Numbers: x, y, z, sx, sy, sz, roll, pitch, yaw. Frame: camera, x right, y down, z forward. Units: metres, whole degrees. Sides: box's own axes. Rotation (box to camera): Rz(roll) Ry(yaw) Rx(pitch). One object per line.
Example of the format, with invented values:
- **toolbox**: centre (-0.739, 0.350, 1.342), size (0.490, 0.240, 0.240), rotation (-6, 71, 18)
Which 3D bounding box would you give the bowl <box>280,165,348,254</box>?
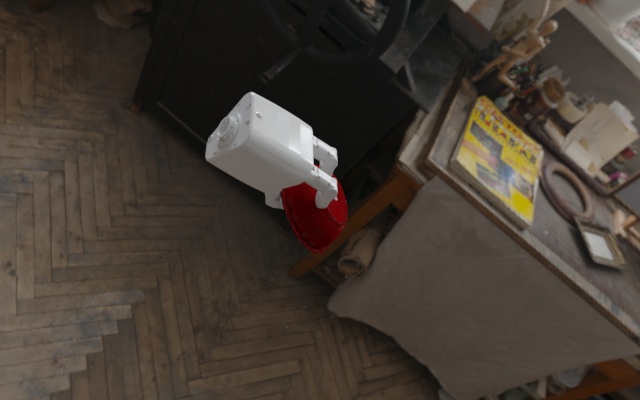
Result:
- **bowl**: centre (0.001, 0.003, 0.782), size (0.055, 0.162, 0.162), rotation (-19, -8, 23)
